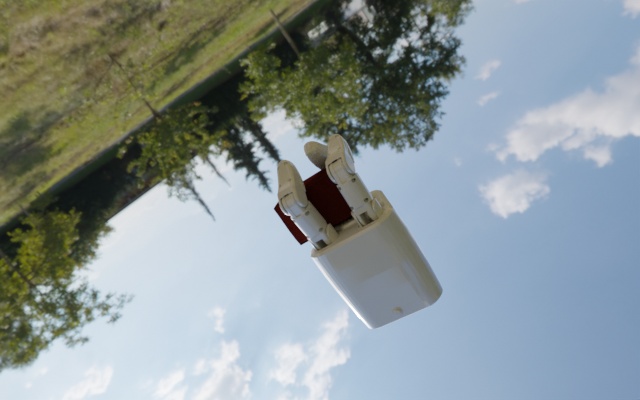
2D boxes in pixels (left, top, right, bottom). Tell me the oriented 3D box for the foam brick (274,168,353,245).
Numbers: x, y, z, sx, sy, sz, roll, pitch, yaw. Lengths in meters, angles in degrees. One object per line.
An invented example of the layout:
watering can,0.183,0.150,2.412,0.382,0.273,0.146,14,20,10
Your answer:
foam brick,0.000,0.002,0.505,0.078,0.051,0.053,-30,12,23
